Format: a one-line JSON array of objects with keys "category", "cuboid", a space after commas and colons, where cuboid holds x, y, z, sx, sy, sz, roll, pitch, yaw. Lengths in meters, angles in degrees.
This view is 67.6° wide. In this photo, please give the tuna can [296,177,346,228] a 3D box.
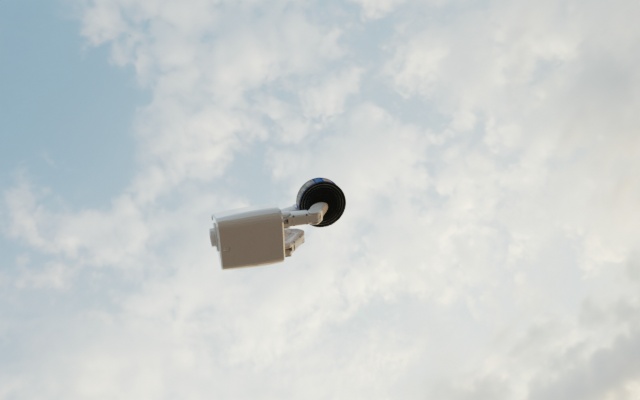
[{"category": "tuna can", "cuboid": [0.000, 0.003, 0.853, 0.086, 0.086, 0.033, 0, 19, -16]}]
